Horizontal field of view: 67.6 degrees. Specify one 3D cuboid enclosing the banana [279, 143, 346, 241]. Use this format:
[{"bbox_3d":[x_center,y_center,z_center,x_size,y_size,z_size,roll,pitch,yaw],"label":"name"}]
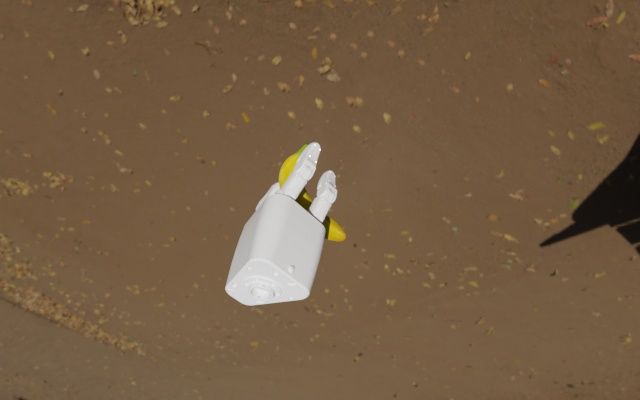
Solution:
[{"bbox_3d":[-0.019,0.002,0.736,0.069,0.037,0.198,-7,-47,18],"label":"banana"}]
